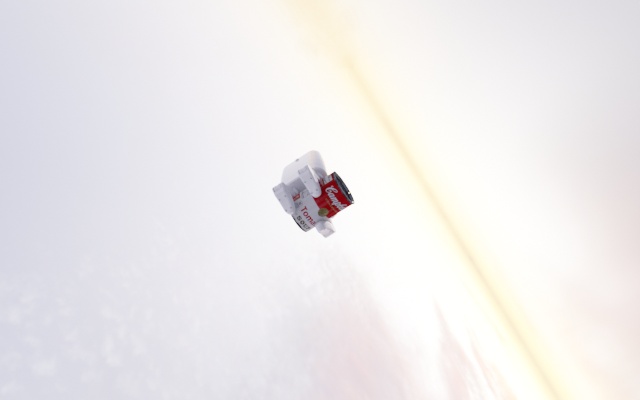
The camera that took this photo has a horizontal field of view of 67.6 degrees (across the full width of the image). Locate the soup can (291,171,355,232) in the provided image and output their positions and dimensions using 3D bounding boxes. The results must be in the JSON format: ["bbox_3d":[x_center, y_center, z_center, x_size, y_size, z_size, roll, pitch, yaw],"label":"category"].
[{"bbox_3d":[0.000,0.003,0.845,0.102,0.068,0.068,-32,-7,12],"label":"soup can"}]
